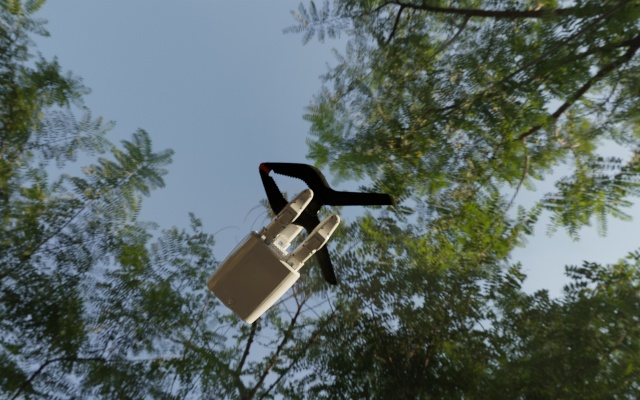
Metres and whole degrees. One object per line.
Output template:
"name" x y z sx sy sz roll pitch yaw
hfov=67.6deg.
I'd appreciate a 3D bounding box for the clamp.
"clamp" -0.001 0.002 0.726 0.210 0.164 0.036 44 -3 -5
